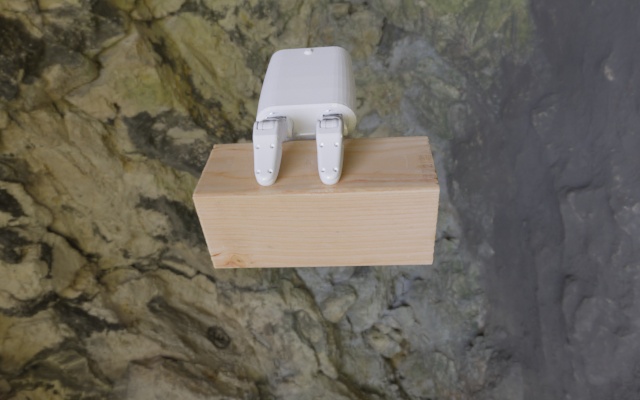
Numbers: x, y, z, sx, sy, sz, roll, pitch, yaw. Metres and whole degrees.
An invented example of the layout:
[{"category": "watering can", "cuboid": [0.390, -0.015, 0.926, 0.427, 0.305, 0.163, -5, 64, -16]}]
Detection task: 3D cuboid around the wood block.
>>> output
[{"category": "wood block", "cuboid": [0.000, 0.001, 0.454, 0.206, 0.091, 0.090, -2, 38, 5]}]
